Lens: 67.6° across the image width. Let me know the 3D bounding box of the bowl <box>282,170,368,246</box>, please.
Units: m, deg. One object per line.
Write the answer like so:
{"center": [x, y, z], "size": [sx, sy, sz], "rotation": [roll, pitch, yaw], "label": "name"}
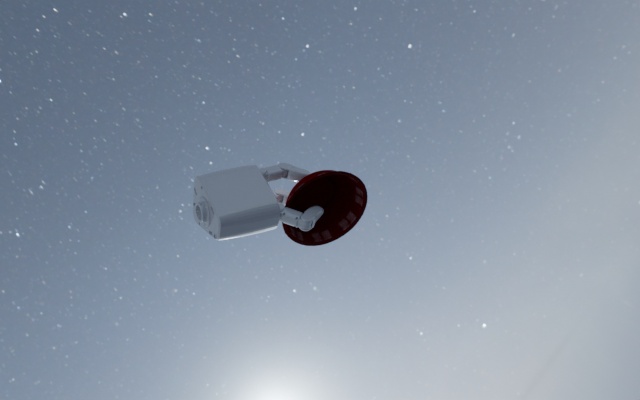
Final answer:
{"center": [0.001, 0.003, 0.848], "size": [0.162, 0.162, 0.055], "rotation": [0, 36, -27], "label": "bowl"}
